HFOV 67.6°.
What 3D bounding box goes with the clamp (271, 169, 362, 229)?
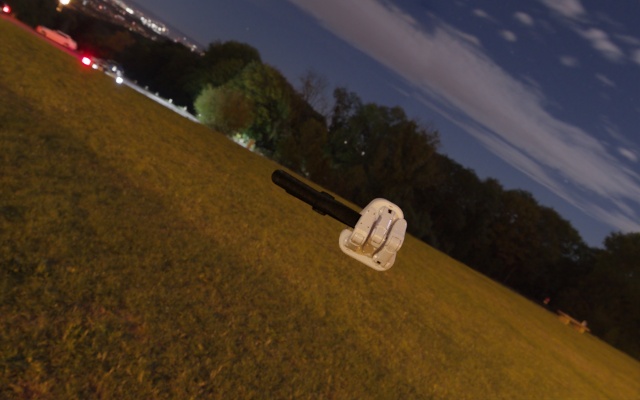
[{"bbox_3d":[0.001,0.002,0.790,0.171,0.039,0.120,31,3,2],"label":"clamp"}]
